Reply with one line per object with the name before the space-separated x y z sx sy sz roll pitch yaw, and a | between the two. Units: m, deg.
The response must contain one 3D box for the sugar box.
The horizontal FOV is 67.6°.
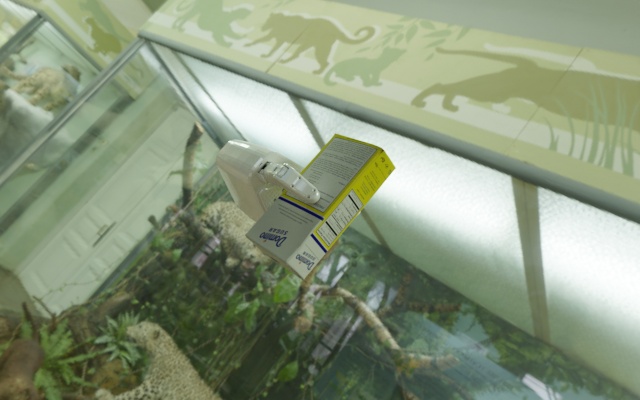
sugar box | 0.000 0.002 0.573 0.093 0.176 0.048 25 -18 49
